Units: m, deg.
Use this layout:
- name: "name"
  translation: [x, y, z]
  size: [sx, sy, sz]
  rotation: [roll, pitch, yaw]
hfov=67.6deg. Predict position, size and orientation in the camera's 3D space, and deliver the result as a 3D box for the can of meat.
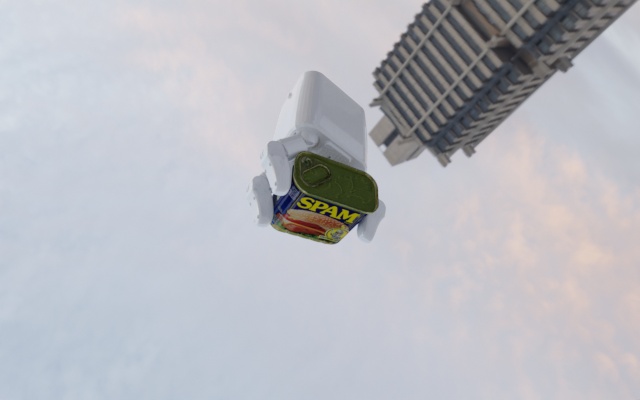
- name: "can of meat"
  translation: [0.000, 0.002, 0.537]
  size: [0.102, 0.057, 0.084]
  rotation: [18, -40, -20]
